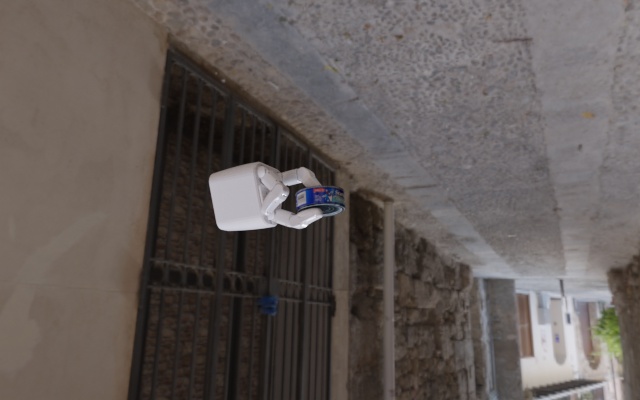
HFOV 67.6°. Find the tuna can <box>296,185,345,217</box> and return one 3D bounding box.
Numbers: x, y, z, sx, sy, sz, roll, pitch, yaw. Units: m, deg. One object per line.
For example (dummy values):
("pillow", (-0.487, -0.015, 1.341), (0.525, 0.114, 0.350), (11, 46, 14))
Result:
("tuna can", (0.000, 0.003, 0.830), (0.086, 0.033, 0.086), (-3, -17, -1))
